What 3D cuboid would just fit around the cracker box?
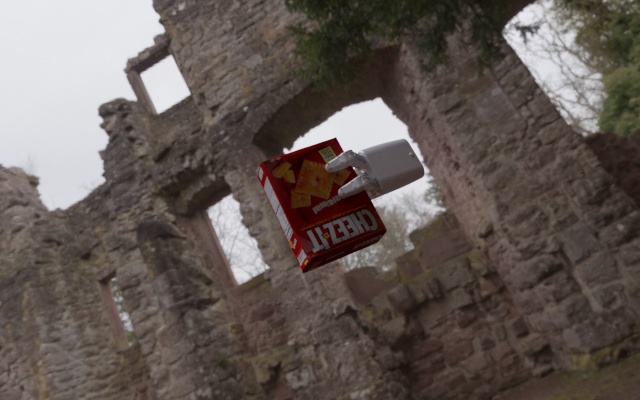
[{"bbox_3d":[0.000,0.003,0.892,0.164,0.213,0.072,-20,-20,-20],"label":"cracker box"}]
